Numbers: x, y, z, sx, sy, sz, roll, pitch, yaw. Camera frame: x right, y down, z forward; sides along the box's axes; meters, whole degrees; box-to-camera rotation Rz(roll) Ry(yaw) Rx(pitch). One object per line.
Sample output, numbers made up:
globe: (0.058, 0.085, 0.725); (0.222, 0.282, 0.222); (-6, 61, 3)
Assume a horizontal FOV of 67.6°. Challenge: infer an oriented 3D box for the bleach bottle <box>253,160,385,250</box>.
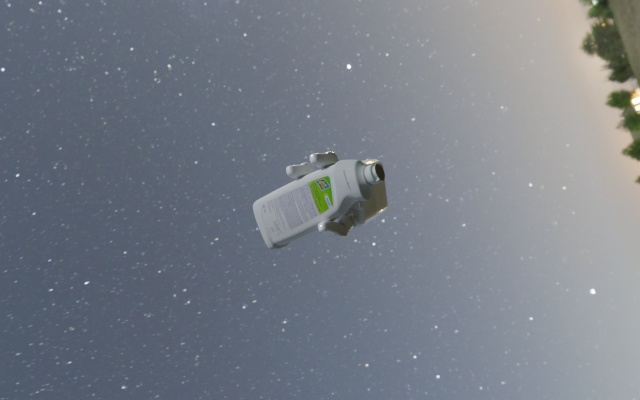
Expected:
bleach bottle: (0.000, 0.003, 0.810); (0.251, 0.102, 0.068); (-22, 0, 35)
